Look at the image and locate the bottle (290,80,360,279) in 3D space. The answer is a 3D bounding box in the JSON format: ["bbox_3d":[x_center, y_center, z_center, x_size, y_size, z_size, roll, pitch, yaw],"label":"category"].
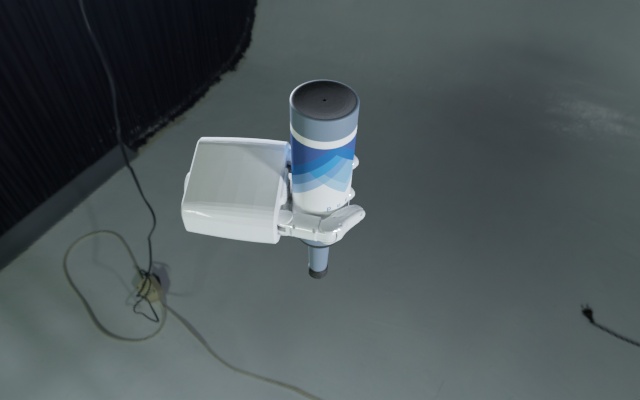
[{"bbox_3d":[0.000,0.002,0.562,0.069,0.069,0.296,0,-41,-2],"label":"bottle"}]
